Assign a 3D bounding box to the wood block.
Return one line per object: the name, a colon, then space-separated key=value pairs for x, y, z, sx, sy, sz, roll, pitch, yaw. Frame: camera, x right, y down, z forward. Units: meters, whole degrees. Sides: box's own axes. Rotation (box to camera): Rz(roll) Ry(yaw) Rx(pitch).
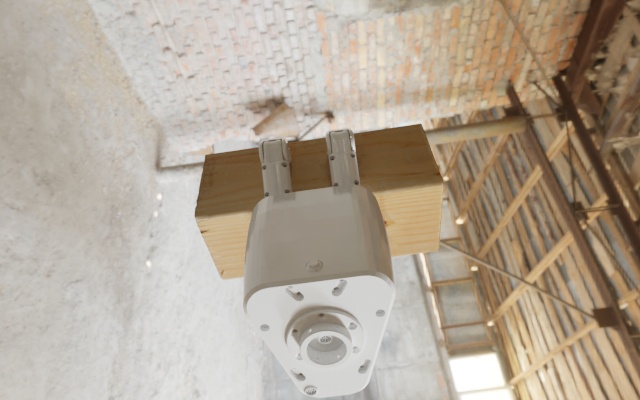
wood block: x=0.000 y=0.002 z=0.449 sx=0.206 sy=0.091 sz=0.090 roll=-8 pitch=43 yaw=2
